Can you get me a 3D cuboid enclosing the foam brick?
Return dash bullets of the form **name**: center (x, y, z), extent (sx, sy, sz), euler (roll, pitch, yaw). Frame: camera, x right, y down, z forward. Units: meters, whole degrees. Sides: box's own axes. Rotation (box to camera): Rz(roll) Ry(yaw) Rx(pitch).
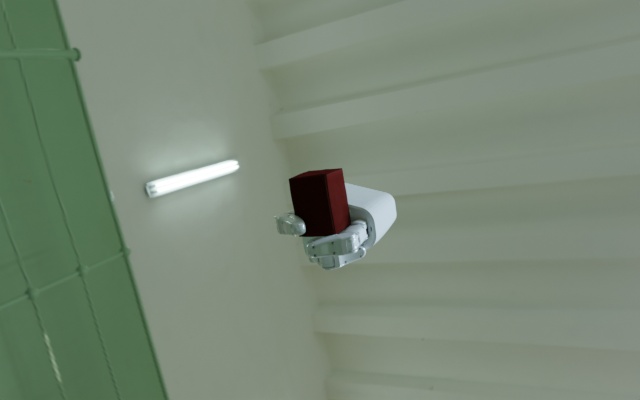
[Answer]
- **foam brick**: center (0.000, 0.002, 0.598), extent (0.053, 0.078, 0.051), euler (-3, 13, 28)
